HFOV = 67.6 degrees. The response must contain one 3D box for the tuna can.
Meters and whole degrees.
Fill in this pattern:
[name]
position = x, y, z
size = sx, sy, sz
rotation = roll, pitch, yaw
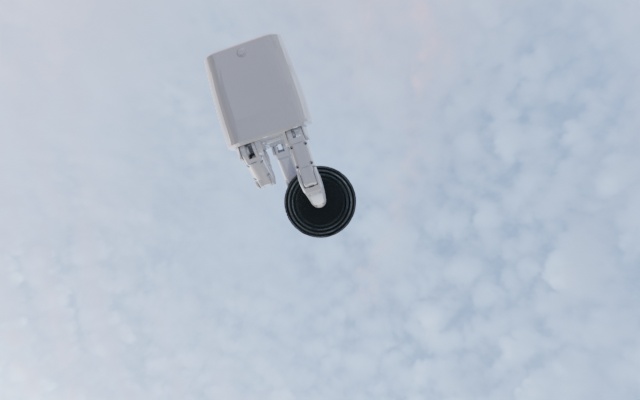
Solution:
[tuna can]
position = 0.000, 0.002, 0.582
size = 0.086, 0.086, 0.034
rotation = 0, -1, 2
